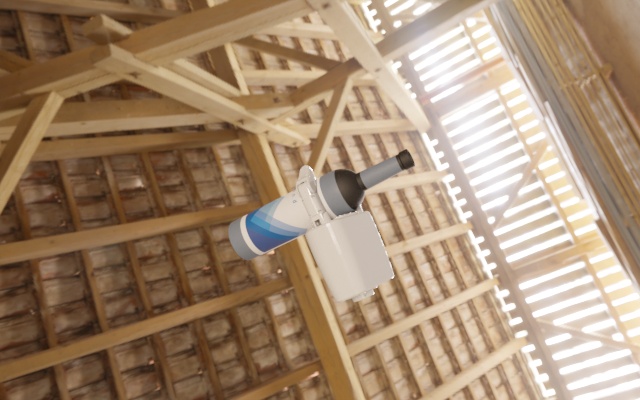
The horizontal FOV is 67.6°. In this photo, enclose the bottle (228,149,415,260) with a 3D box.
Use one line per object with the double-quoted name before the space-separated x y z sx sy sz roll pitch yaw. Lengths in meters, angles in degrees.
"bottle" 0.000 0.002 0.705 0.296 0.069 0.069 -26 -9 19
